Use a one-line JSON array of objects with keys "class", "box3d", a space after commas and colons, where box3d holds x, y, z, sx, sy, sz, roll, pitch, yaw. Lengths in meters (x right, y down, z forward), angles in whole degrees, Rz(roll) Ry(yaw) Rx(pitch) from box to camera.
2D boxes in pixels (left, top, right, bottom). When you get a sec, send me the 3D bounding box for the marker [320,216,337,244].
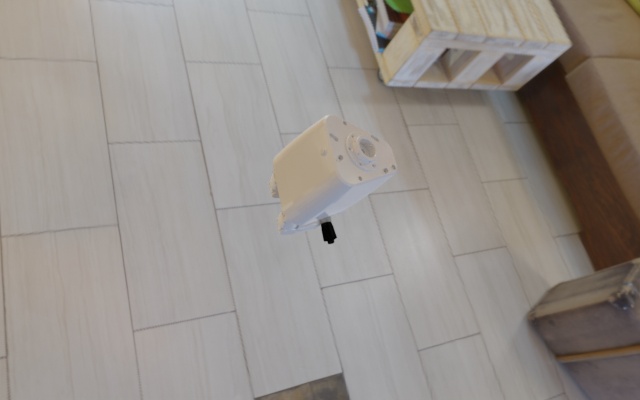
[{"class": "marker", "box3d": [0.000, 0.002, 0.659, 0.020, 0.121, 0.020, -13, -20, -5]}]
